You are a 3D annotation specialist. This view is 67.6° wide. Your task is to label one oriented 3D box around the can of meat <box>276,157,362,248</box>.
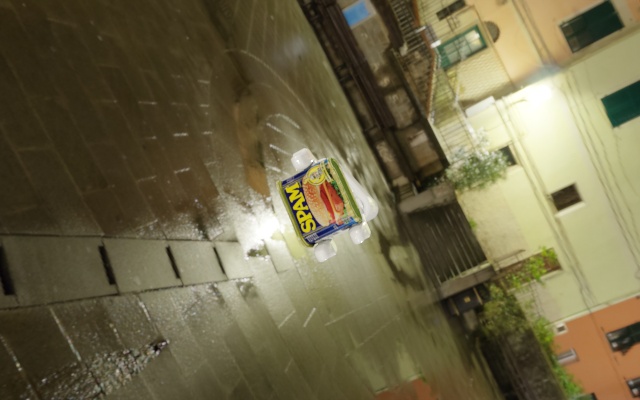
[{"bbox_3d":[0.000,0.002,0.651,0.084,0.102,0.057,-26,-13,13],"label":"can of meat"}]
